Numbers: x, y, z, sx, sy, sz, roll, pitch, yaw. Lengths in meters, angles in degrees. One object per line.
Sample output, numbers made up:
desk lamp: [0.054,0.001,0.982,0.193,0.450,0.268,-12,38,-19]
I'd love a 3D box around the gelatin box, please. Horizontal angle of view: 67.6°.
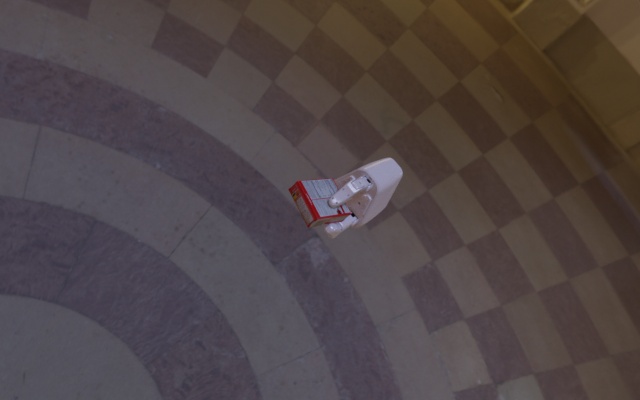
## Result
gelatin box: [0.000,0.002,0.779,0.089,0.073,0.030,-7,-27,-49]
